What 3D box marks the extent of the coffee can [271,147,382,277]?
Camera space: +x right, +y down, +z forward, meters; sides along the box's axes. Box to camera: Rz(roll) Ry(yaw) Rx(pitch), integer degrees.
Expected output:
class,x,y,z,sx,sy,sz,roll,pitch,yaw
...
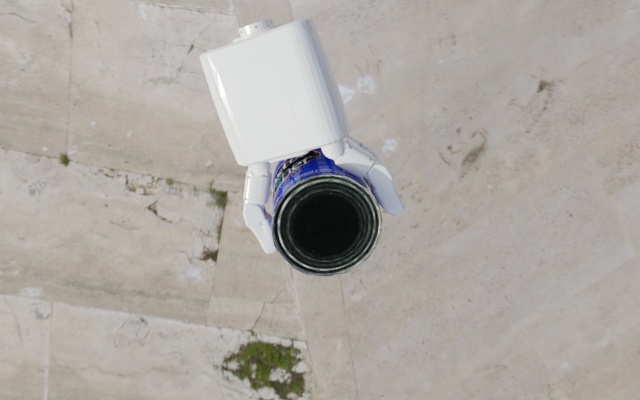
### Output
class,x,y,z,sx,sy,sz,roll,pitch,yaw
coffee can,0.000,0.002,0.500,0.103,0.103,0.140,0,19,-5
